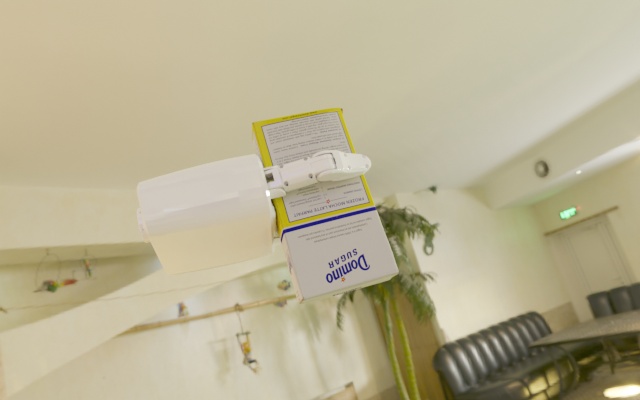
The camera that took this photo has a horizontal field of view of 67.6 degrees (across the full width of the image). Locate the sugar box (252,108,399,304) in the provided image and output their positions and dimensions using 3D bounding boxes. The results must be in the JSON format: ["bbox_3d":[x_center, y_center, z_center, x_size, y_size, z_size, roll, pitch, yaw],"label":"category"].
[{"bbox_3d":[0.000,0.002,0.457,0.093,0.176,0.048,-13,-15,-12],"label":"sugar box"}]
